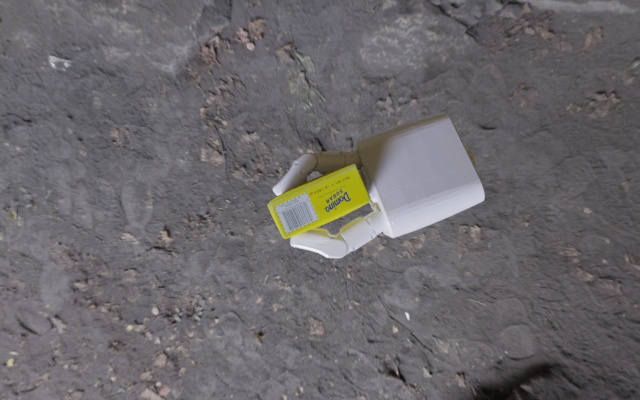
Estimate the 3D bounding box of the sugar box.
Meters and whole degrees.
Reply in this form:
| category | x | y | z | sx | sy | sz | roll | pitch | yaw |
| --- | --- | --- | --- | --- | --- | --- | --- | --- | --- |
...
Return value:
| category | x | y | z | sx | sy | sz | roll | pitch | yaw |
| --- | --- | --- | --- | --- | --- | --- | --- | --- | --- |
| sugar box | 0.000 | 0.002 | 0.533 | 0.093 | 0.048 | 0.176 | -23 | -3 | 1 |
